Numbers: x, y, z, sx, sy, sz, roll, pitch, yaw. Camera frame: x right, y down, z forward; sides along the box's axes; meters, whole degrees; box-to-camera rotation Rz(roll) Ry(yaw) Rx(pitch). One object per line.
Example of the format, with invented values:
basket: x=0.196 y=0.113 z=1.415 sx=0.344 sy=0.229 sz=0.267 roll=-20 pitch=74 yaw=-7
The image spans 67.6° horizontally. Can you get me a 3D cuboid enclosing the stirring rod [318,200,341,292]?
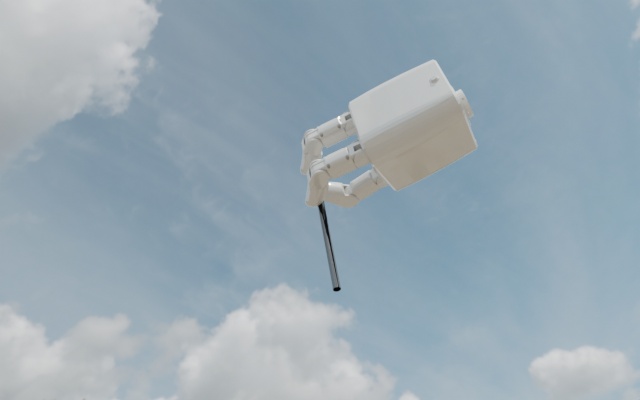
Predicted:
stirring rod: x=0.000 y=0.002 z=0.550 sx=0.011 sy=0.239 sz=0.011 roll=-6 pitch=-44 yaw=-5
